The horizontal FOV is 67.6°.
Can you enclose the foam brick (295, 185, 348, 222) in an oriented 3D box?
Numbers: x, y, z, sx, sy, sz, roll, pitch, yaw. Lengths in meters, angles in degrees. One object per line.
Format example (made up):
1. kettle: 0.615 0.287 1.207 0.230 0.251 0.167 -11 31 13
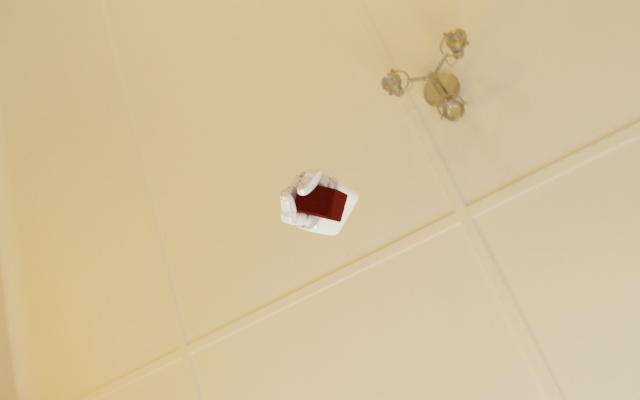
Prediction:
1. foam brick: 0.000 0.003 0.849 0.078 0.053 0.051 13 -5 30
